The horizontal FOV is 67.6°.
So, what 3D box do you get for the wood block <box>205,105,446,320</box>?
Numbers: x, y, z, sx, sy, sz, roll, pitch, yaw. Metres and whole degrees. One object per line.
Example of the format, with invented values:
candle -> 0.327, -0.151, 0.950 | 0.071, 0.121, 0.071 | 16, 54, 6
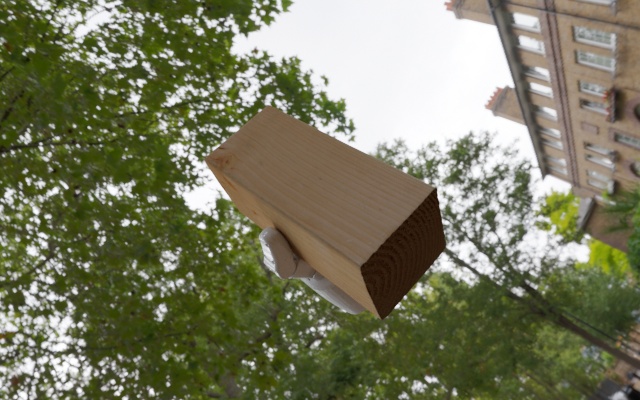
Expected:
wood block -> 0.000, 0.002, 0.438 | 0.206, 0.091, 0.090 | 32, -22, 37
